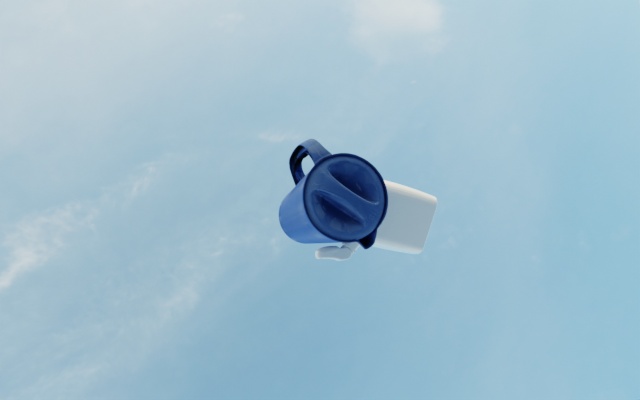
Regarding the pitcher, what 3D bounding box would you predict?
[{"bbox_3d":[0.000,0.003,0.802,0.145,0.149,0.243,15,-12,-15],"label":"pitcher"}]
